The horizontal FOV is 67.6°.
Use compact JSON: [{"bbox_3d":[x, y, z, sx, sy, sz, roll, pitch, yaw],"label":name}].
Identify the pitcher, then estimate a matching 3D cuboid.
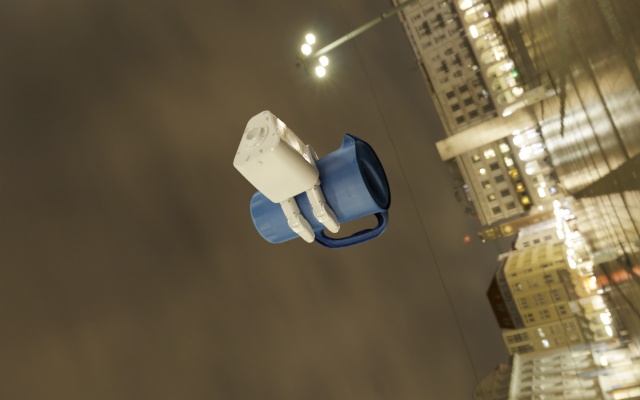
[{"bbox_3d":[0.000,0.003,0.869,0.243,0.149,0.145,-22,-43,25],"label":"pitcher"}]
